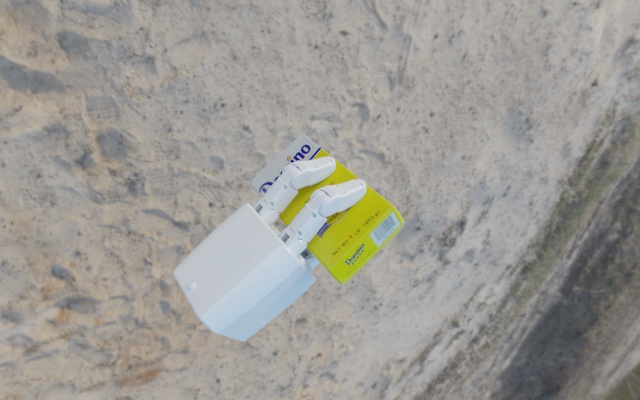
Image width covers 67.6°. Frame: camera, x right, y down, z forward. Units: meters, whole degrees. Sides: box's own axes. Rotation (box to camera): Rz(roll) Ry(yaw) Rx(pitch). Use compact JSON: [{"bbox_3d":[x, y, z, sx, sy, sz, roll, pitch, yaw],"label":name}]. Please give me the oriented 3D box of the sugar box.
[{"bbox_3d":[0.000,0.002,0.531,0.176,0.093,0.048,42,-7,40],"label":"sugar box"}]
